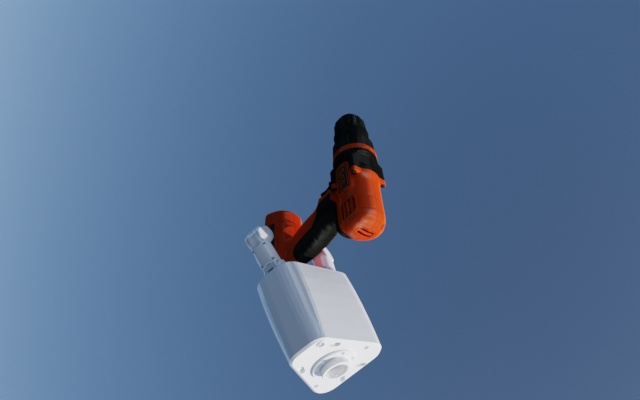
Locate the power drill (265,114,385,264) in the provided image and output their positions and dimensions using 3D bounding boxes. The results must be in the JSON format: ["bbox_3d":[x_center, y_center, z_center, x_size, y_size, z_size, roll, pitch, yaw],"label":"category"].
[{"bbox_3d":[0.000,0.002,0.590,0.057,0.184,0.188,24,-49,-27],"label":"power drill"}]
